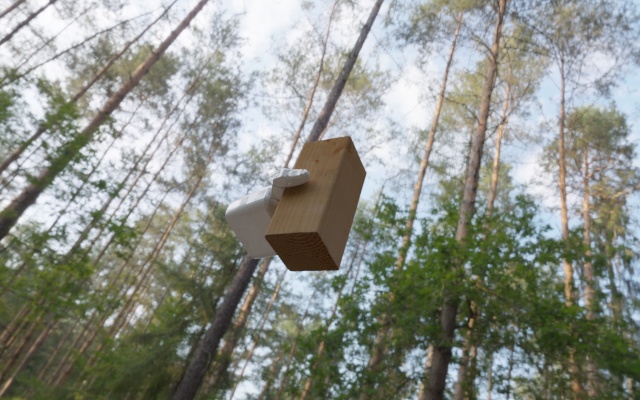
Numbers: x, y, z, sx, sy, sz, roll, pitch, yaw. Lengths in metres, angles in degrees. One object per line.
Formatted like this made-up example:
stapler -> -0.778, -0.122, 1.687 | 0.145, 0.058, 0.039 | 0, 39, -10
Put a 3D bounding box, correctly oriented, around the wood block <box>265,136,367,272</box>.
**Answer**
wood block -> 0.000, 0.002, 0.757 | 0.090, 0.206, 0.091 | -6, -45, 27
